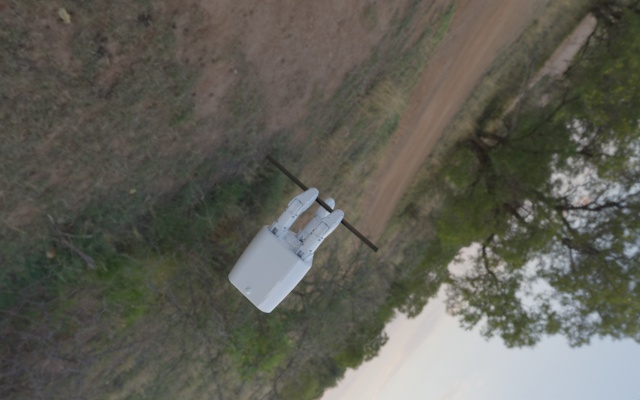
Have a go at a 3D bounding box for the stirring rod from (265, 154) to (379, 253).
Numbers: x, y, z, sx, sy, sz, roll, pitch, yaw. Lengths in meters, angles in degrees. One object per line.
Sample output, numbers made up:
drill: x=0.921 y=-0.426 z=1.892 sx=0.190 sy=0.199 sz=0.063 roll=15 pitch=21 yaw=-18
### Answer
stirring rod: x=0.000 y=0.003 z=0.774 sx=0.239 sy=0.011 sz=0.011 roll=41 pitch=10 yaw=11
